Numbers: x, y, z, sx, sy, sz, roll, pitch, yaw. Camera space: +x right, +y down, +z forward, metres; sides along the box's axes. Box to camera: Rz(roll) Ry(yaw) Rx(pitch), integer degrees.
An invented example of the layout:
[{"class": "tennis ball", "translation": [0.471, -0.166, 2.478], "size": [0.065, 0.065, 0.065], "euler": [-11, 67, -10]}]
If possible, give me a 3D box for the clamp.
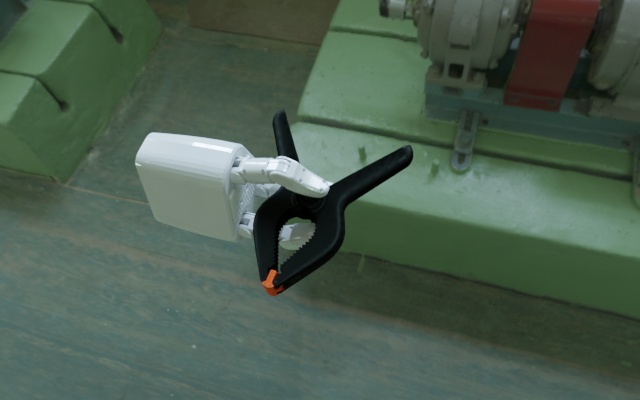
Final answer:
[{"class": "clamp", "translation": [0.000, 0.002, 0.494], "size": [0.164, 0.210, 0.036], "euler": [11, -27, 12]}]
